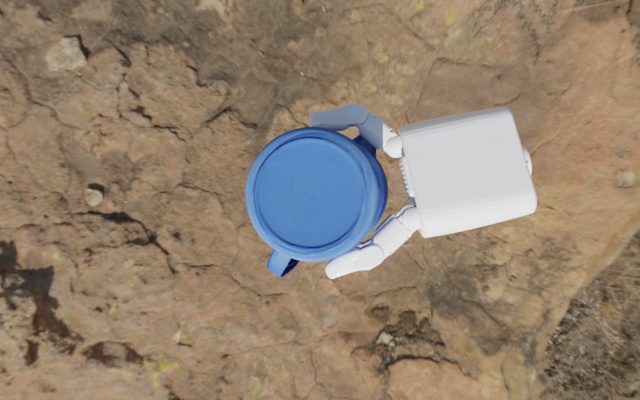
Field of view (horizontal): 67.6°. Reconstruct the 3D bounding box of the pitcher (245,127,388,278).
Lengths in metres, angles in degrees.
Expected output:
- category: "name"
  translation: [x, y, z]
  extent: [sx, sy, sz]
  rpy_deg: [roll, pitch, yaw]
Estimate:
- category: "pitcher"
  translation: [0.000, 0.002, 0.490]
  extent: [0.145, 0.149, 0.243]
  rpy_deg: [-10, 0, 7]
